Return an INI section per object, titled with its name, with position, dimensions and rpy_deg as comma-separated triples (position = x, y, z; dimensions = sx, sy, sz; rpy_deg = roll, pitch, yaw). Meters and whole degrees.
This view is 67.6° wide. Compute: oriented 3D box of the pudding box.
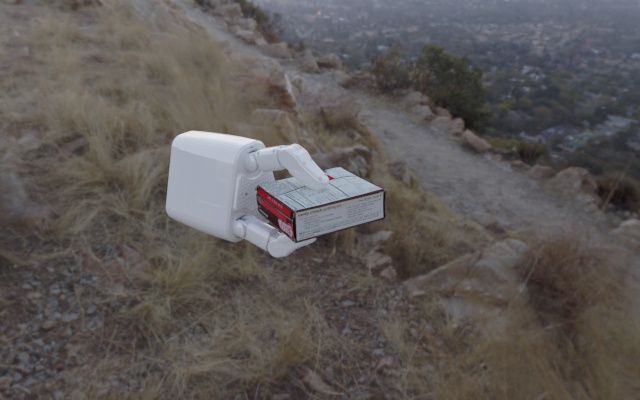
[pudding box]
position = 0.000, 0.001, 0.511
dimensions = 0.113, 0.039, 0.090
rpy_deg = -15, 27, -26
